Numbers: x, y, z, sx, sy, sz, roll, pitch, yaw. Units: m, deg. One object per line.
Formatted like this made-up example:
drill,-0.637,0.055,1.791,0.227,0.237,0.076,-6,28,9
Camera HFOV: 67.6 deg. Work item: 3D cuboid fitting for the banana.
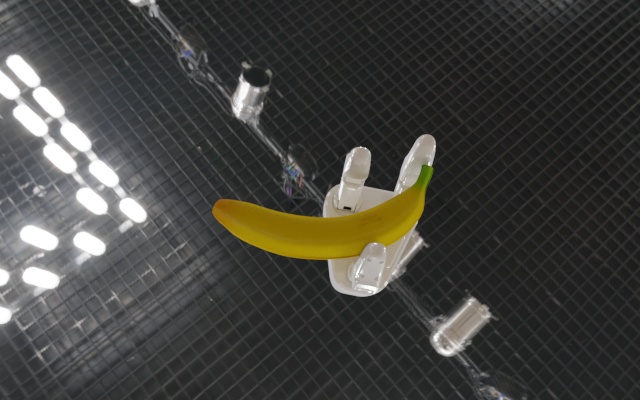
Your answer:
banana,0.007,0.019,0.423,0.198,0.069,0.037,-10,-10,-3
